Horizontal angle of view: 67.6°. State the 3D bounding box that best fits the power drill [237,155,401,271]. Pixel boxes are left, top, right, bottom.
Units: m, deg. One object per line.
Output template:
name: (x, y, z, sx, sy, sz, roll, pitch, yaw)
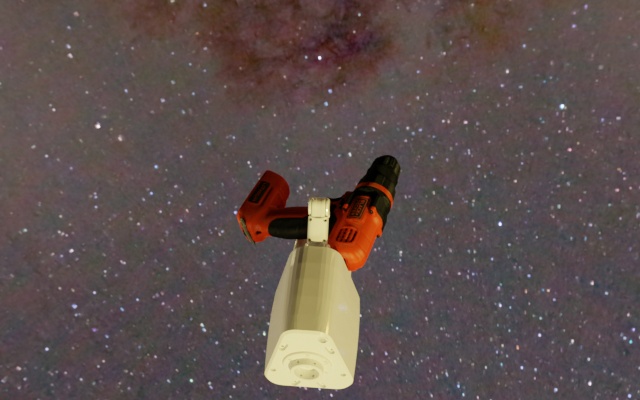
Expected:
power drill: (0.000, 0.002, 0.624, 0.187, 0.057, 0.184, 4, 44, 28)
